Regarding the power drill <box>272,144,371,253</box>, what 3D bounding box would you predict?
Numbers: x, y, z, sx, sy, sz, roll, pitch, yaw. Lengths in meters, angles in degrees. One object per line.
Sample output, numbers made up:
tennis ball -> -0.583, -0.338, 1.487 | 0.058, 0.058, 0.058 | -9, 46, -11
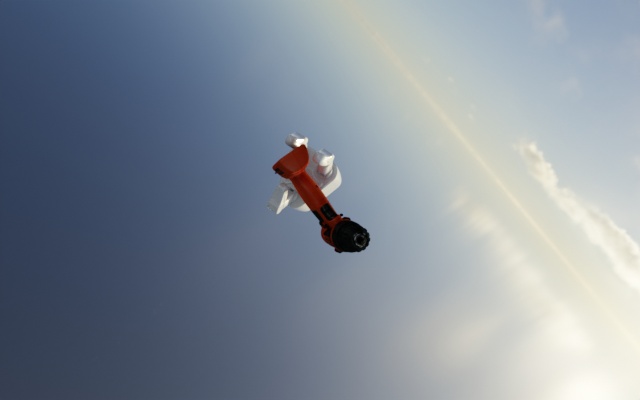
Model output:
power drill -> 0.000, 0.002, 0.769 | 0.057, 0.187, 0.184 | -35, 6, -12
